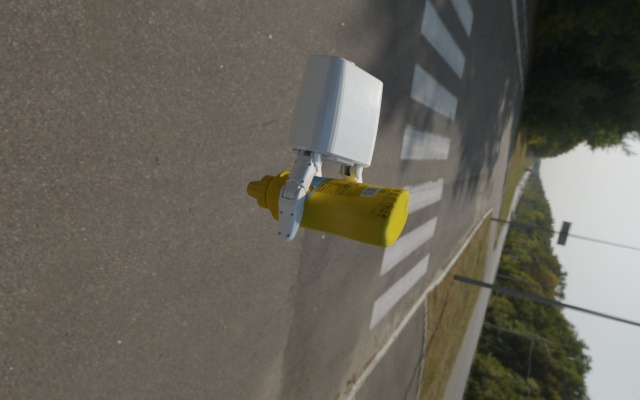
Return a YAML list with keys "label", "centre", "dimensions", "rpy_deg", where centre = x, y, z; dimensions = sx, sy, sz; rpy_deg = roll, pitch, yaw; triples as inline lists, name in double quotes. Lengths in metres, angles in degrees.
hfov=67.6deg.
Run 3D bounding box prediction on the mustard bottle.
- label: "mustard bottle"
  centre: [0.000, 0.002, 0.557]
  dimensions: [0.191, 0.058, 0.096]
  rpy_deg: [12, 25, 21]
